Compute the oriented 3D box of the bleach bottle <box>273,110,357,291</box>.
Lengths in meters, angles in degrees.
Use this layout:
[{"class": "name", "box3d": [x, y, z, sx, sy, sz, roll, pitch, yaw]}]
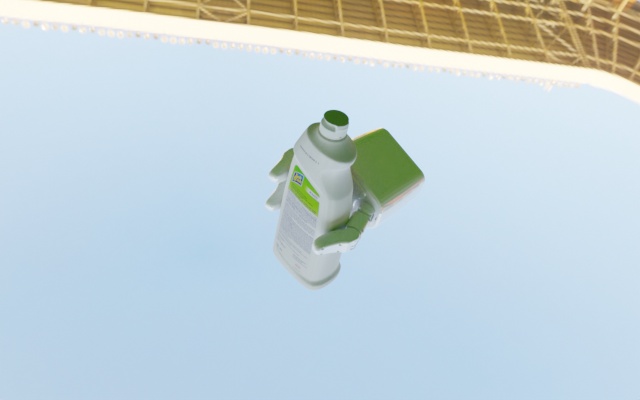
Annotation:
[{"class": "bleach bottle", "box3d": [0.000, 0.002, 0.593, 0.102, 0.251, 0.068, 41, 51, 23]}]
